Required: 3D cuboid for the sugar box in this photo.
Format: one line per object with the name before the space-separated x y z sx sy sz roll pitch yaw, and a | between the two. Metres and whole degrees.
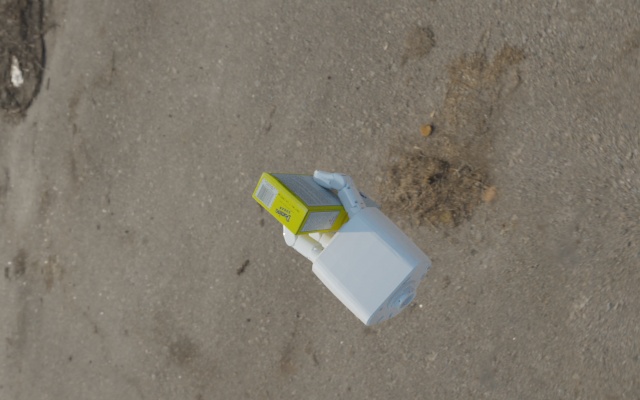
sugar box | 0.000 0.003 0.671 0.093 0.048 0.176 41 21 31
